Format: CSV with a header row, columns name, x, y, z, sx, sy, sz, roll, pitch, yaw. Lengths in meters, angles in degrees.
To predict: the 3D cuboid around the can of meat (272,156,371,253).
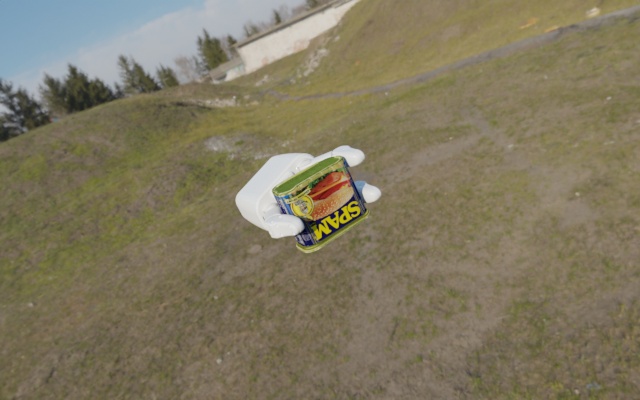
name,x,y,z,sx,sy,sz,roll,pitch,yaw
can of meat,0.000,0.002,0.600,0.102,0.084,0.057,-31,18,-17
